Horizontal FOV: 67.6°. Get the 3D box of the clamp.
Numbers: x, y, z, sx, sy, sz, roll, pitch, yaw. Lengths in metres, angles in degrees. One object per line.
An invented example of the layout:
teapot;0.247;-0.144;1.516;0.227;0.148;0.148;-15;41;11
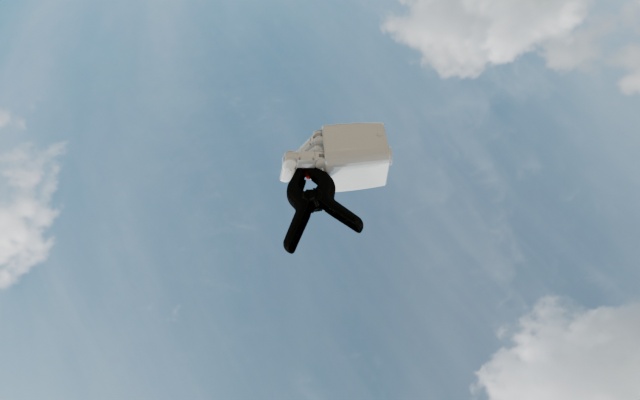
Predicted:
clamp;0.000;0.003;0.744;0.120;0.171;0.039;-7;-40;2
